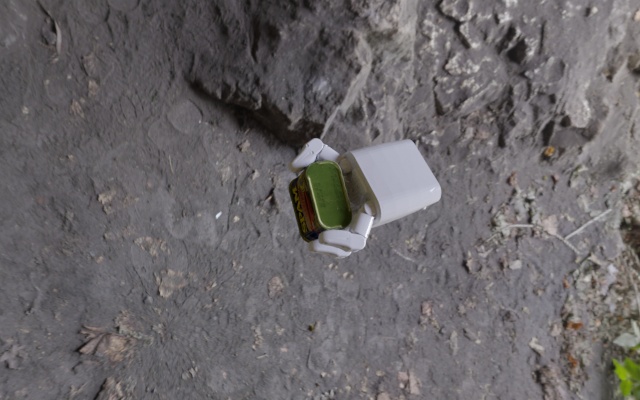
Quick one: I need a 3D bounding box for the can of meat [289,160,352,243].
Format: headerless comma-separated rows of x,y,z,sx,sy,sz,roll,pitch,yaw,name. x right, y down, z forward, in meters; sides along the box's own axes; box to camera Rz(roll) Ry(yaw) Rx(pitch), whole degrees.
0.000,0.002,0.668,0.057,0.102,0.084,-11,-11,-20,can of meat
